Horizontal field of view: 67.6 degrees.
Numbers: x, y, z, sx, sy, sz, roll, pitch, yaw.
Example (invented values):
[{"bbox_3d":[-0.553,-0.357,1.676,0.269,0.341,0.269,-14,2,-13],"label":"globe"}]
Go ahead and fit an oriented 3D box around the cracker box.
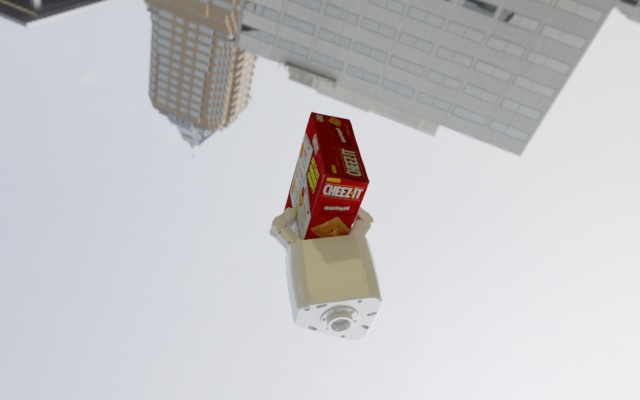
[{"bbox_3d":[0.000,0.002,0.720,0.072,0.214,0.164,7,38,-15],"label":"cracker box"}]
